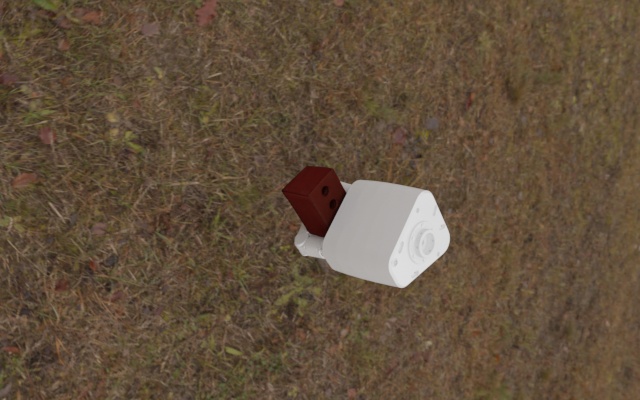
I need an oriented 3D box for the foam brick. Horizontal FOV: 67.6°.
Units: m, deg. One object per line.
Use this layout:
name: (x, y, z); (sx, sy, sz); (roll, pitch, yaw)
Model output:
foam brick: (0.000, 0.002, 0.603); (0.051, 0.078, 0.053); (10, 50, 48)
